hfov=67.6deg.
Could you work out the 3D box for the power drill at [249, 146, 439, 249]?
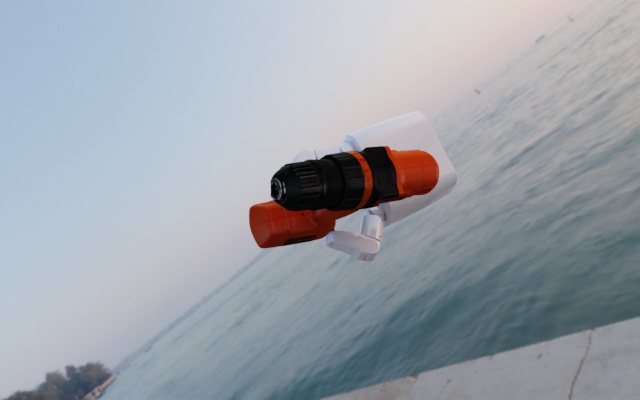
[{"bbox_3d":[0.000,0.002,0.485,0.184,0.057,0.188,-6,-12,-36],"label":"power drill"}]
